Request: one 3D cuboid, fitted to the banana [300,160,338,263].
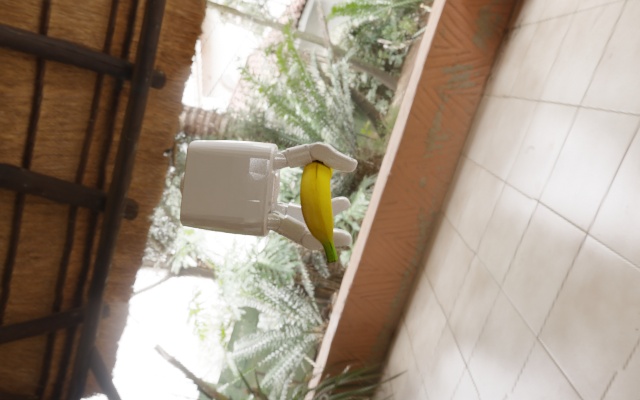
[{"bbox_3d":[-0.003,-0.011,0.584,0.037,0.070,0.197,-7,34,5],"label":"banana"}]
